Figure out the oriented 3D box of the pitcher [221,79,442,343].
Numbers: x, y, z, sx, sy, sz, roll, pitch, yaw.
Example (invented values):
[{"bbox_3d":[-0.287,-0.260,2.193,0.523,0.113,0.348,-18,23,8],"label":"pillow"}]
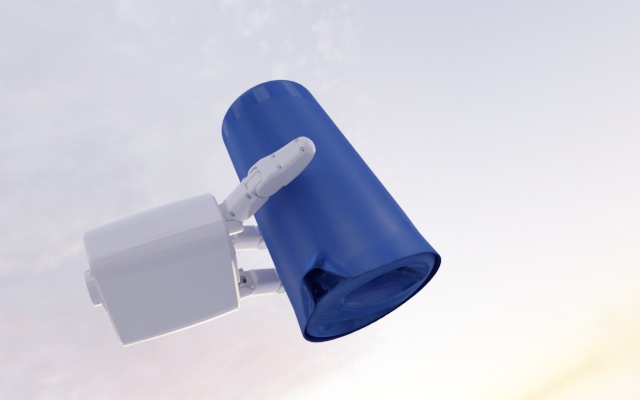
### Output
[{"bbox_3d":[0.000,0.002,0.465,0.145,0.242,0.149,-19,-32,-19],"label":"pitcher"}]
